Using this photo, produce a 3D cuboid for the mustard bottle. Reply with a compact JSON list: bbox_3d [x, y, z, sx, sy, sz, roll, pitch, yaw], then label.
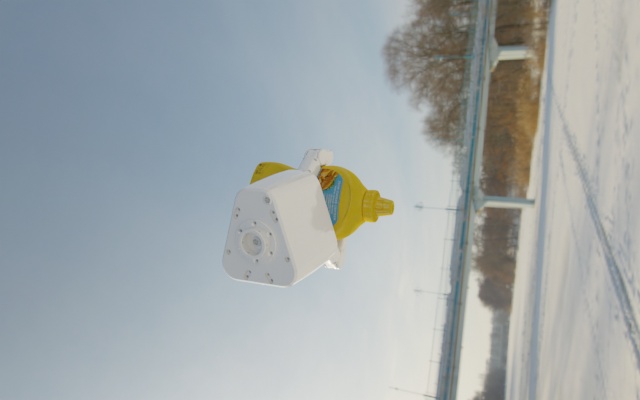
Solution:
[{"bbox_3d":[0.000,0.002,0.620,0.191,0.096,0.058,4,-11,23],"label":"mustard bottle"}]
